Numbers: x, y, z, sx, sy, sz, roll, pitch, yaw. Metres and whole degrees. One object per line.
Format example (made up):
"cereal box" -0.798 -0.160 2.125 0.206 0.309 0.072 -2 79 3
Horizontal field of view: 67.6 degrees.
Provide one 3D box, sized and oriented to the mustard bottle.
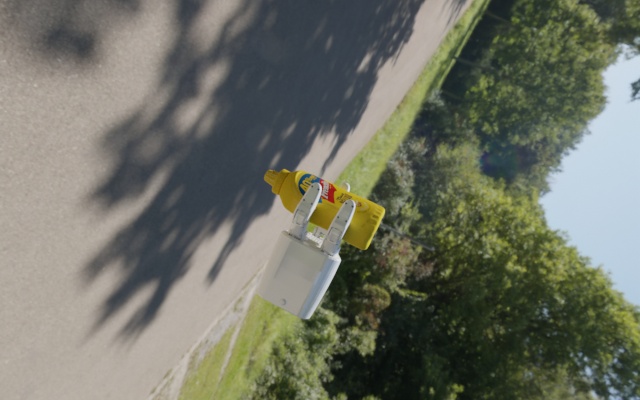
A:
"mustard bottle" 0.000 0.002 0.737 0.191 0.058 0.096 26 32 7
